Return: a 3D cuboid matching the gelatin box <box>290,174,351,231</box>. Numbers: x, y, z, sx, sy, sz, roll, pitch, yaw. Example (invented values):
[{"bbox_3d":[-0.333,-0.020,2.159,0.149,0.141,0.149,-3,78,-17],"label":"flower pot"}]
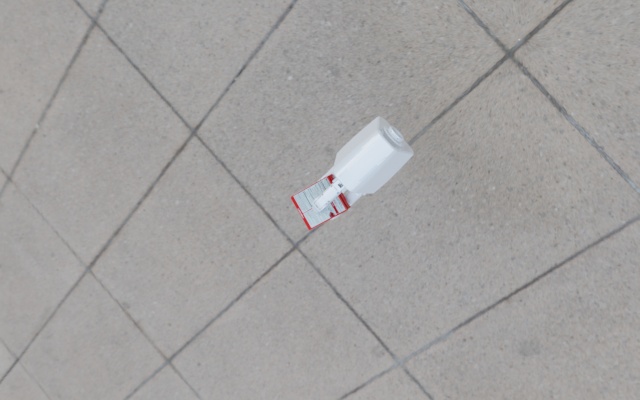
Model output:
[{"bbox_3d":[0.000,0.003,0.885,0.089,0.073,0.030,-29,3,20],"label":"gelatin box"}]
